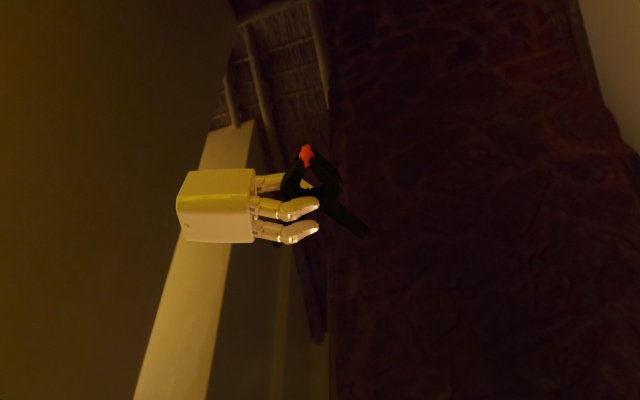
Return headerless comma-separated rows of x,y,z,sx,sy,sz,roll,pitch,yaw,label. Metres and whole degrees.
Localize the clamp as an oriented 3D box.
0.000,0.001,0.742,0.164,0.036,0.210,-2,-44,-3,clamp
